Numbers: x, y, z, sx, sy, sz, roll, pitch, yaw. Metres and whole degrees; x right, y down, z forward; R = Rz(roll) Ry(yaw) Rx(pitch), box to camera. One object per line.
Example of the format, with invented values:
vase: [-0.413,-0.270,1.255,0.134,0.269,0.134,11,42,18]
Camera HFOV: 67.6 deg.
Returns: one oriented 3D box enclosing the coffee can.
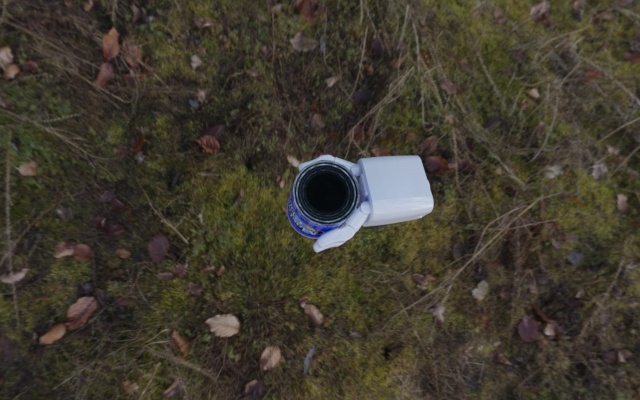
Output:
coffee can: [0.000,0.003,0.784,0.103,0.102,0.140,0,-12,-7]
